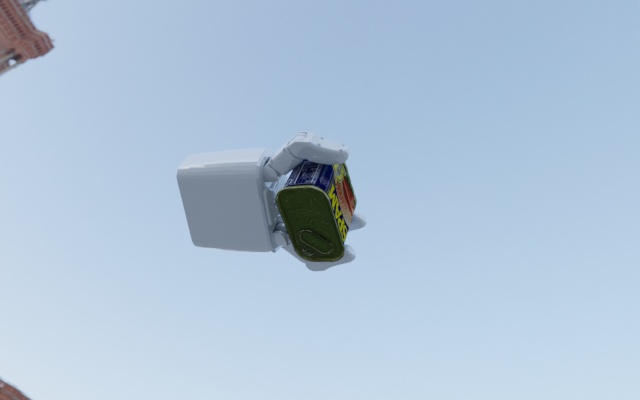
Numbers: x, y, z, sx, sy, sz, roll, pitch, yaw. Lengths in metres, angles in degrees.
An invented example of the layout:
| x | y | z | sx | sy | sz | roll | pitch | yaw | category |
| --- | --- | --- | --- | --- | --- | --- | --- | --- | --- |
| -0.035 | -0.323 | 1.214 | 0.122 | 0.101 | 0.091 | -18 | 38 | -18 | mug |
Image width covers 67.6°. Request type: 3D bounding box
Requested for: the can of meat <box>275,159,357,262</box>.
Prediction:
| x | y | z | sx | sy | sz | roll | pitch | yaw | category |
| --- | --- | --- | --- | --- | --- | --- | --- | --- | --- |
| 0.000 | 0.001 | 0.520 | 0.057 | 0.102 | 0.084 | -3 | 37 | 21 | can of meat |
